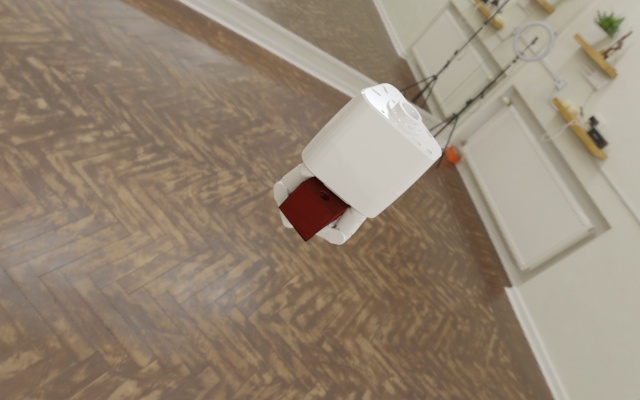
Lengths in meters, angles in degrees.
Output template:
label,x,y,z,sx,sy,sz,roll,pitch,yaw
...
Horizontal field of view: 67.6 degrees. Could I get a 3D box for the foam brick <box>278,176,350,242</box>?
label,x,y,z,sx,sy,sz,roll,pitch,yaw
foam brick,0.000,0.002,0.558,0.051,0.053,0.078,-44,-6,34
